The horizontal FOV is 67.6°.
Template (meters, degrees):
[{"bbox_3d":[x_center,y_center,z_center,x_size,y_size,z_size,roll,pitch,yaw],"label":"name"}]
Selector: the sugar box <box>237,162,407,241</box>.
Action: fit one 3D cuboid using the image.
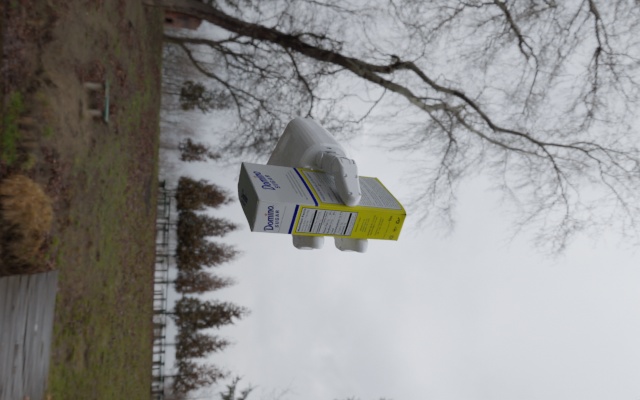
[{"bbox_3d":[0.000,0.002,0.542,0.176,0.048,0.093,3,28,-22],"label":"sugar box"}]
